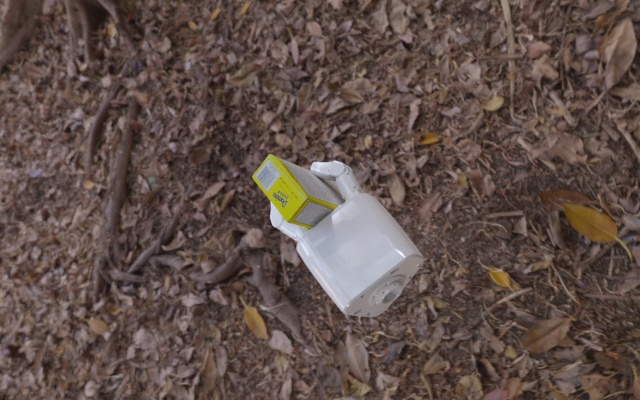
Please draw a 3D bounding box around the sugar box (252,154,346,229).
[{"bbox_3d":[0.000,0.003,0.636,0.176,0.048,0.093,24,22,-52],"label":"sugar box"}]
